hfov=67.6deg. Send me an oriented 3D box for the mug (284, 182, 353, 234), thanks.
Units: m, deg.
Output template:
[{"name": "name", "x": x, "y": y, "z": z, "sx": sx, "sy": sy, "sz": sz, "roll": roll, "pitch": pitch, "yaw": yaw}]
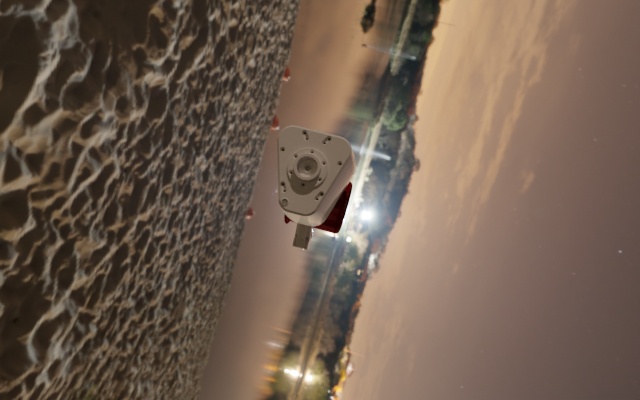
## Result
[{"name": "mug", "x": 0.000, "y": 0.003, "z": 0.726, "sx": 0.081, "sy": 0.093, "sz": 0.117, "roll": 16, "pitch": -5, "yaw": 6}]
